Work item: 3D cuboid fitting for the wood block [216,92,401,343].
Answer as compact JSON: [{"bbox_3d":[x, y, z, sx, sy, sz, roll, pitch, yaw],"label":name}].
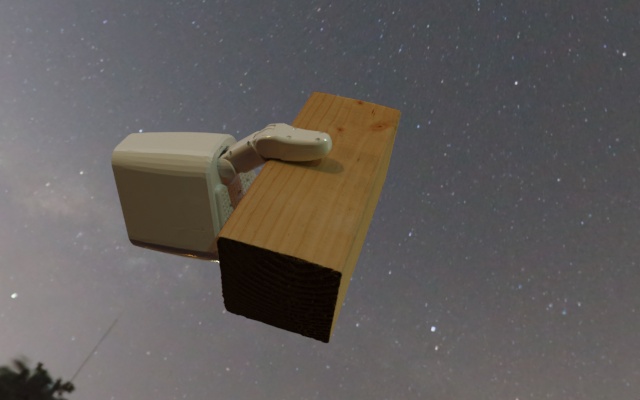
[{"bbox_3d":[0.000,0.001,0.412,0.090,0.091,0.206,15,44,10],"label":"wood block"}]
